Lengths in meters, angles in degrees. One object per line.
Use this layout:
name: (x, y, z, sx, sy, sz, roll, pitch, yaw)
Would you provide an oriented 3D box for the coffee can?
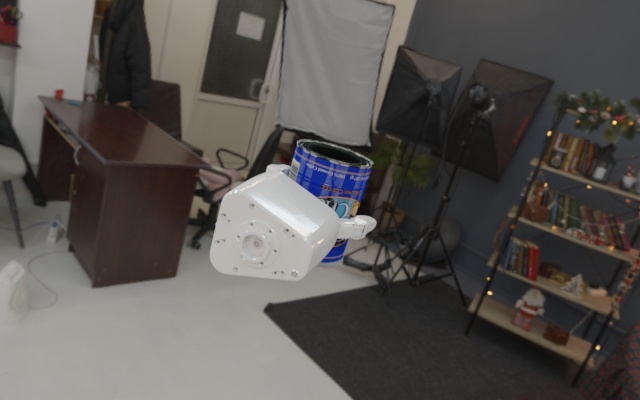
coffee can: (0.000, 0.002, 0.630, 0.103, 0.140, 0.102, 15, 17, -5)
